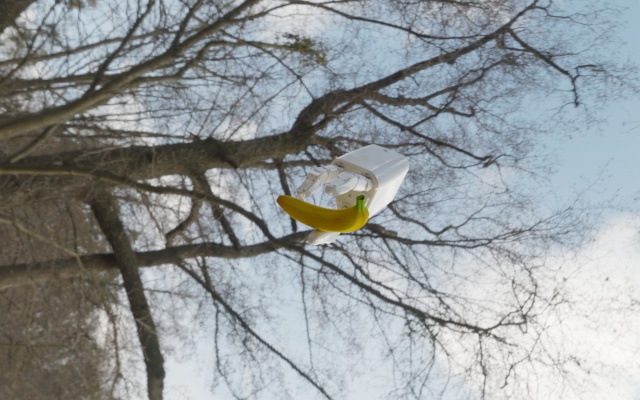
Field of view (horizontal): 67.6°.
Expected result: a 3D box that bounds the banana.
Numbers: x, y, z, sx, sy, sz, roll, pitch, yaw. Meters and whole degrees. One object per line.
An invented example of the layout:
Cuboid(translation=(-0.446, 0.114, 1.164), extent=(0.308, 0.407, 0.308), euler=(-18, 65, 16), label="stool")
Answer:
Cuboid(translation=(0.009, 0.019, 0.750), extent=(0.198, 0.070, 0.037), euler=(-1, 27, 46), label="banana")
